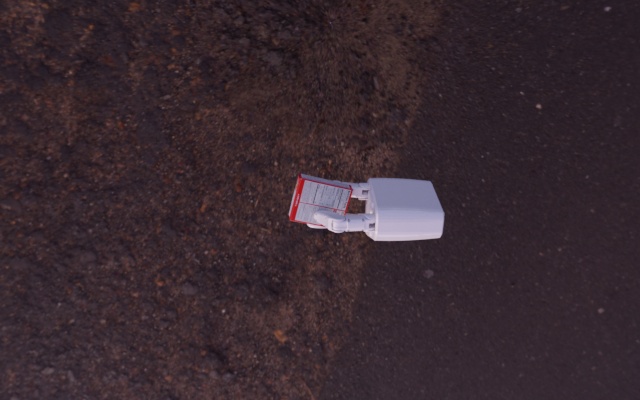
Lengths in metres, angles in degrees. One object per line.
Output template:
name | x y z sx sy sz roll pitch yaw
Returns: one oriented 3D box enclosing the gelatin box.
gelatin box | 0.000 0.003 0.766 0.089 0.073 0.030 11 19 -12
